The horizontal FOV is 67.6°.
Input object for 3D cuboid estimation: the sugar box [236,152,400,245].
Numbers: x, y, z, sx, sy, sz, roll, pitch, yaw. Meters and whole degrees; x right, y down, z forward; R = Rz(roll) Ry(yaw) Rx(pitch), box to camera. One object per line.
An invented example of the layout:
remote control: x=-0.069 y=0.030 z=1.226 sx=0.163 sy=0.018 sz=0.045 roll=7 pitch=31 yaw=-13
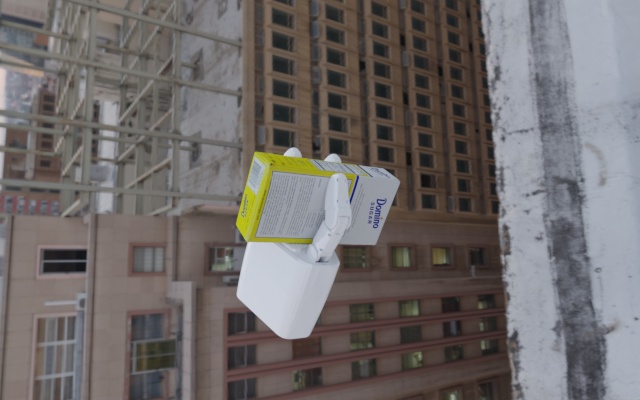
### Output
sugar box: x=0.000 y=0.002 z=0.553 sx=0.176 sy=0.093 sz=0.048 roll=4 pitch=25 yaw=-34
